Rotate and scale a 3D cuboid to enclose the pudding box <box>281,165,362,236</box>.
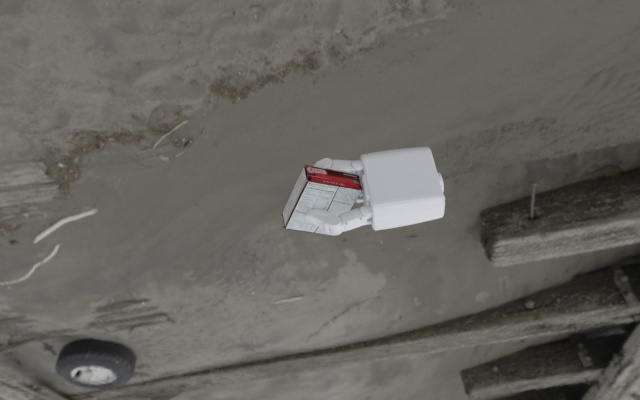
[{"bbox_3d":[0.000,0.003,0.729,0.090,0.039,0.114,10,-48,-20],"label":"pudding box"}]
